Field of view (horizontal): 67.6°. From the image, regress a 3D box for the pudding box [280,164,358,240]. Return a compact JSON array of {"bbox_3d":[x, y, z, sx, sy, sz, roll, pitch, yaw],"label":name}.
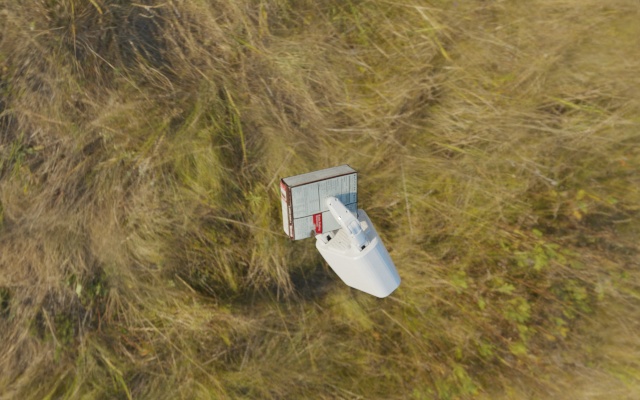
[{"bbox_3d":[0.000,0.002,0.706,0.113,0.090,0.039,-14,27,-24],"label":"pudding box"}]
